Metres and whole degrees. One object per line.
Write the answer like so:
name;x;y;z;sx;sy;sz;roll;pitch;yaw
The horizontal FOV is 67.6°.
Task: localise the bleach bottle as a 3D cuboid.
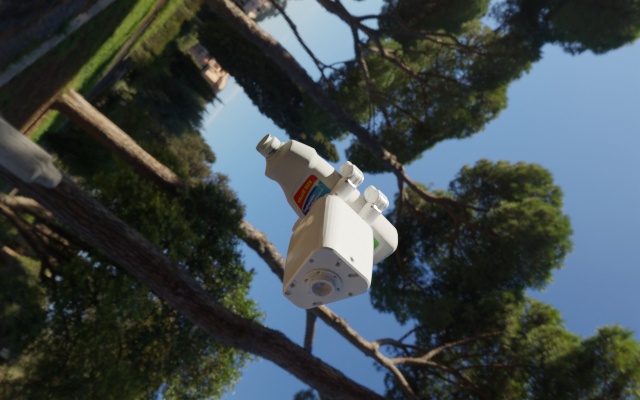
bleach bottle;0.000;0.002;0.703;0.102;0.251;0.068;-36;24;26
